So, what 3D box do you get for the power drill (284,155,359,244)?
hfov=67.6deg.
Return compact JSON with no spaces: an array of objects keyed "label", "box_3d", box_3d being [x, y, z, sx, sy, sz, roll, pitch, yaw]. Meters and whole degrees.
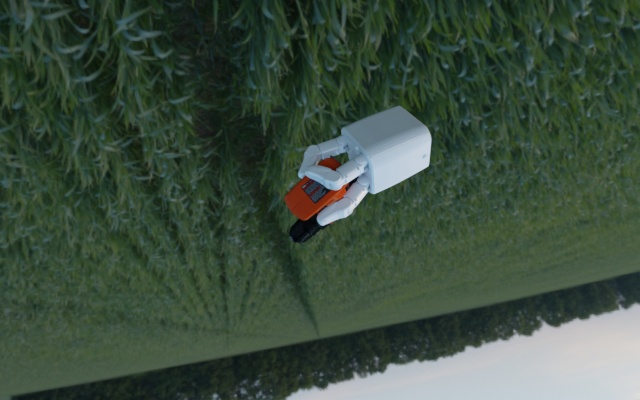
[{"label":"power drill","box_3d":[0.000,0.002,0.815,0.184,0.057,0.188,-44,-12,4]}]
